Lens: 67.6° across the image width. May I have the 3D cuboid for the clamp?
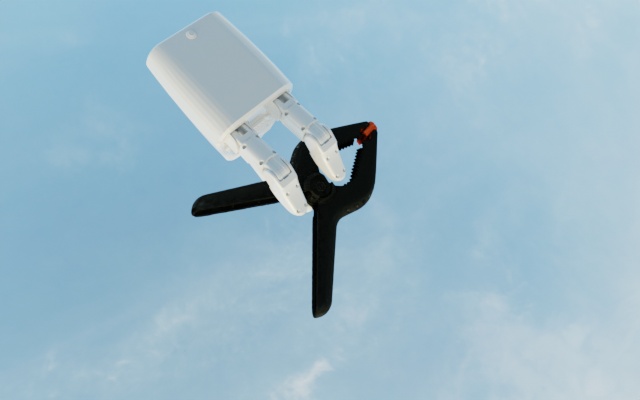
[{"bbox_3d":[0.000,0.001,0.491,0.210,0.164,0.036,-43,-1,-23],"label":"clamp"}]
